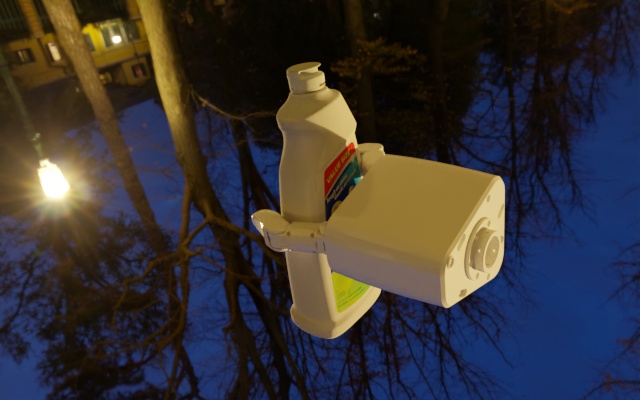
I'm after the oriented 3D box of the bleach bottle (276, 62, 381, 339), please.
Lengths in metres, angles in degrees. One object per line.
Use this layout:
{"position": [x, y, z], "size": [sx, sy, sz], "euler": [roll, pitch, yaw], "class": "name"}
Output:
{"position": [0.000, 0.001, 0.452], "size": [0.068, 0.251, 0.102], "euler": [14, 35, 40], "class": "bleach bottle"}
